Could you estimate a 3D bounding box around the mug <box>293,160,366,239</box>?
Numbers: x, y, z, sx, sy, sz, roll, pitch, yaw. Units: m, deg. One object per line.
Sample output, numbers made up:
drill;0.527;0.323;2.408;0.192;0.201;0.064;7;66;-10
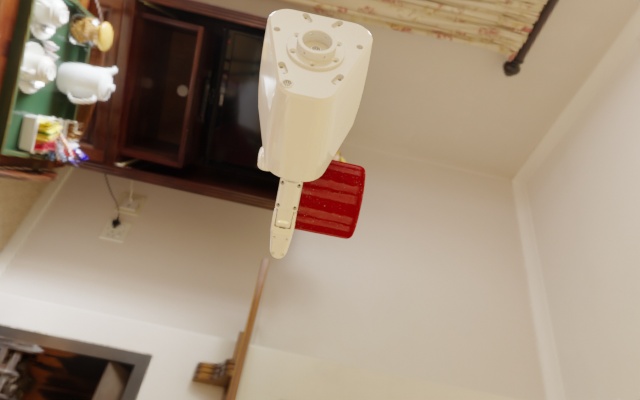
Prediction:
mug;0.000;0.003;0.530;0.081;0.093;0.117;11;-33;-1
